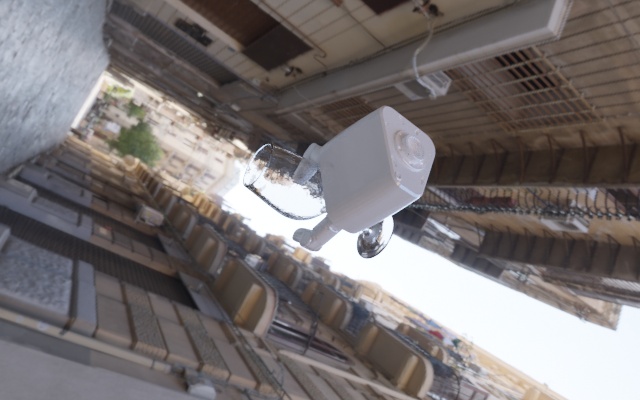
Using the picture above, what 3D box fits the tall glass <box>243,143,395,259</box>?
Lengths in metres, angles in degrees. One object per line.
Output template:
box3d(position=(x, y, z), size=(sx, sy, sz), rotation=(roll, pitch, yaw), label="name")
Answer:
box3d(position=(0.001, 0.002, 0.618), size=(0.201, 0.079, 0.079), rotation=(30, -15, -27), label="tall glass")
